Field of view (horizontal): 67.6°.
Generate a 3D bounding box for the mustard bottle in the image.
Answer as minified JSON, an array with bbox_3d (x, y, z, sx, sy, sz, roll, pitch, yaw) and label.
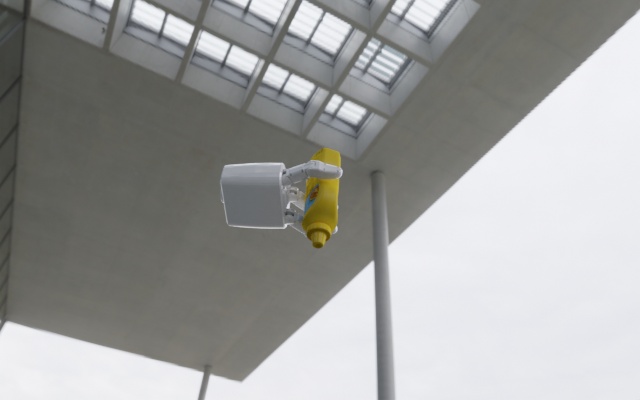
[{"bbox_3d":[0.000,0.003,0.835,0.058,0.191,0.096,17,-45,-13],"label":"mustard bottle"}]
